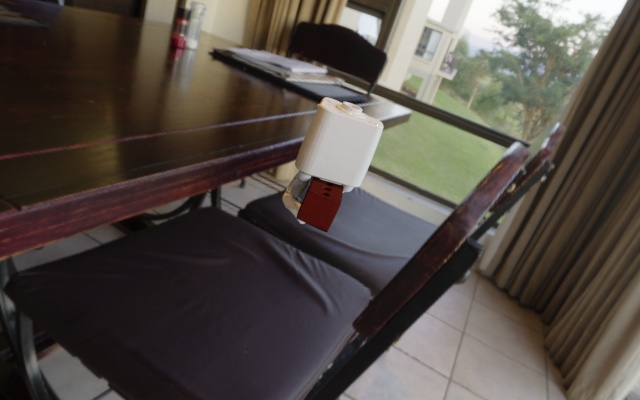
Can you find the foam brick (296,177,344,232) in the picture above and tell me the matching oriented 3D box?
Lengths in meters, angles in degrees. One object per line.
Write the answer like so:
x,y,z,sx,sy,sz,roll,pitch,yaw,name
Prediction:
0.000,0.003,0.734,0.053,0.051,0.078,24,22,-4,foam brick
